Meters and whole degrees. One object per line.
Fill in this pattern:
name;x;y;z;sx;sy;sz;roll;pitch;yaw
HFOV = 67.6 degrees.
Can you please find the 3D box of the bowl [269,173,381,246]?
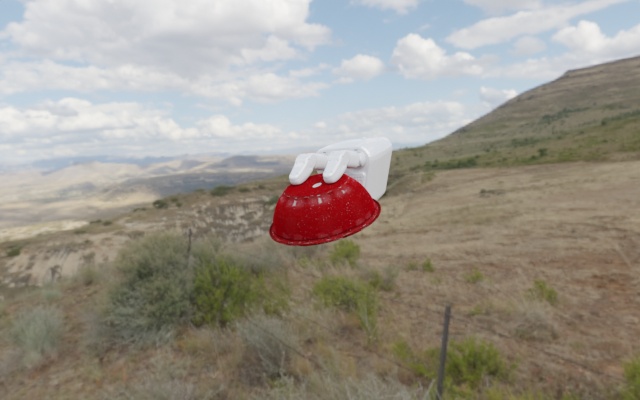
bowl;0.000;0.002;0.663;0.162;0.055;0.162;-12;21;5
